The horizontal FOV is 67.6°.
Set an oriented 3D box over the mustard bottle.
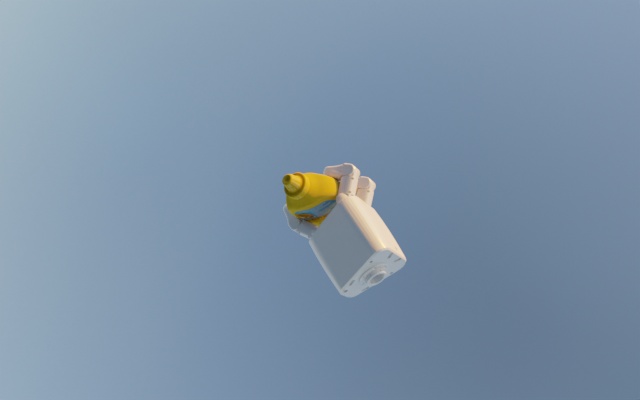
[{"bbox_3d":[0.000,0.002,0.776,0.096,0.058,0.192,-19,-29,26],"label":"mustard bottle"}]
